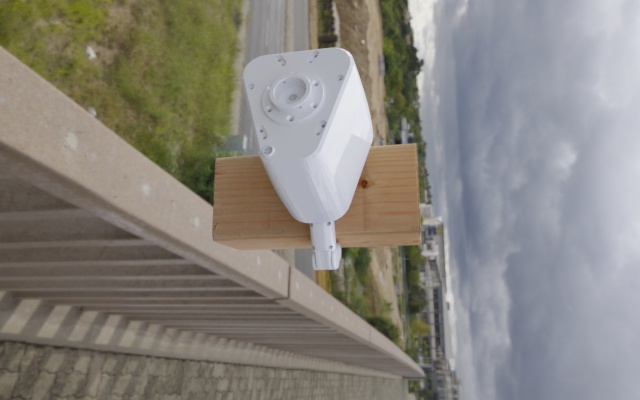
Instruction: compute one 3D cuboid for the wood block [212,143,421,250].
[{"bbox_3d":[0.000,0.002,0.508,0.206,0.090,0.090,-3,-13,12],"label":"wood block"}]
